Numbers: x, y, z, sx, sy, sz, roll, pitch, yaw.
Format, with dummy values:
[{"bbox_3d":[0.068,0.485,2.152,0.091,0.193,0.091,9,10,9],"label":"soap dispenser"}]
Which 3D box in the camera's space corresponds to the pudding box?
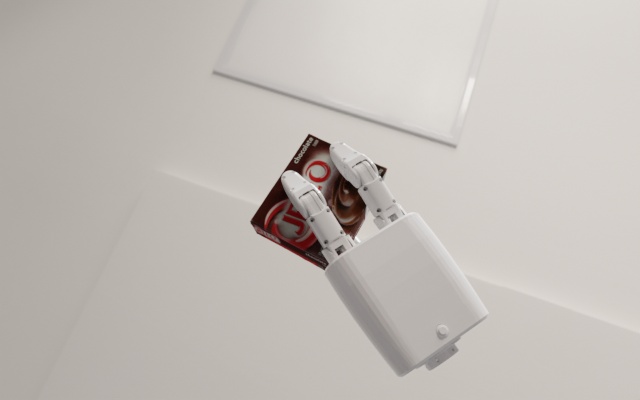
[{"bbox_3d":[0.000,0.002,0.465,0.090,0.113,0.039,26,-22,15],"label":"pudding box"}]
